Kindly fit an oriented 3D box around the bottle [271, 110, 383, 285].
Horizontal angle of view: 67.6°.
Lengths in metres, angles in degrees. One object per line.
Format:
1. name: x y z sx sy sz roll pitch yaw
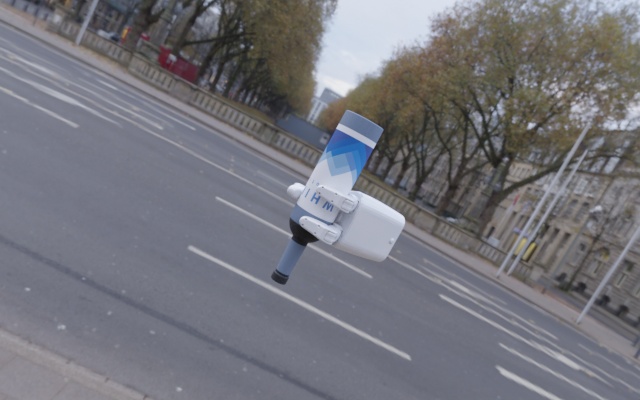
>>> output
1. bottle: 0.000 0.002 0.764 0.069 0.296 0.069 28 7 -4
